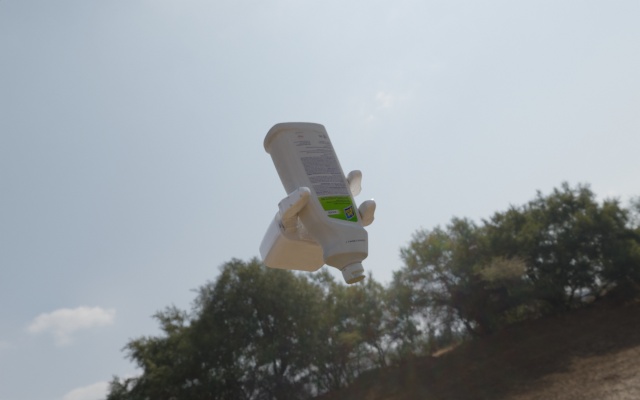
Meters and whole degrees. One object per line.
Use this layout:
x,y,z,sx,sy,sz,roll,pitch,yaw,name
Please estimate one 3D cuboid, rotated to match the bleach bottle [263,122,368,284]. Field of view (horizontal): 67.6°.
0.000,0.002,0.695,0.102,0.250,0.068,-5,-29,-30,bleach bottle
